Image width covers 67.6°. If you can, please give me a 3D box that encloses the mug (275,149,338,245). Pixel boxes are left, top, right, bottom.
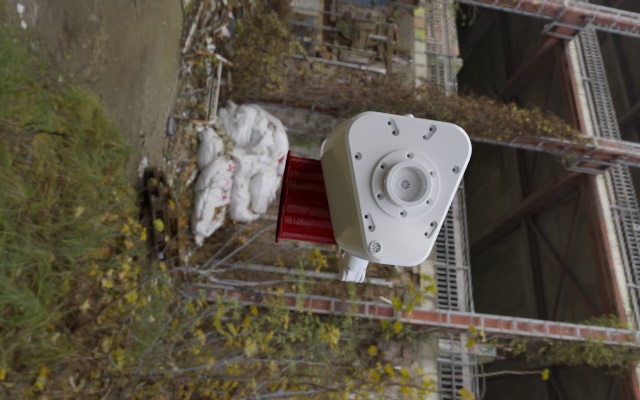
[{"bbox_3d":[0.000,0.002,0.489,0.081,0.093,0.117,8,-1,-7],"label":"mug"}]
